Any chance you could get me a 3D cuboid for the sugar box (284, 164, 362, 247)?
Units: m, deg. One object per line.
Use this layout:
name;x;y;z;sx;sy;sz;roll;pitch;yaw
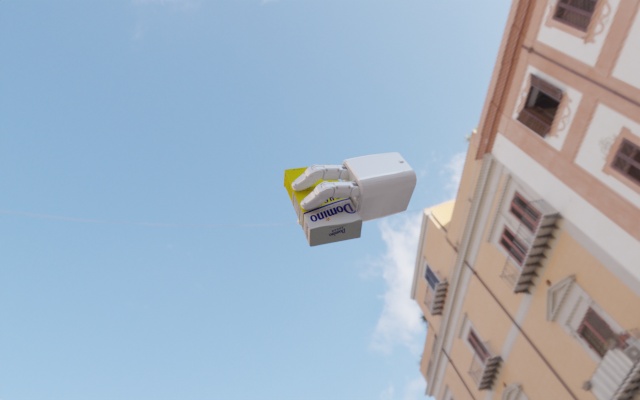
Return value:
sugar box;0.000;0.002;0.845;0.093;0.048;0.176;-9;37;-16
